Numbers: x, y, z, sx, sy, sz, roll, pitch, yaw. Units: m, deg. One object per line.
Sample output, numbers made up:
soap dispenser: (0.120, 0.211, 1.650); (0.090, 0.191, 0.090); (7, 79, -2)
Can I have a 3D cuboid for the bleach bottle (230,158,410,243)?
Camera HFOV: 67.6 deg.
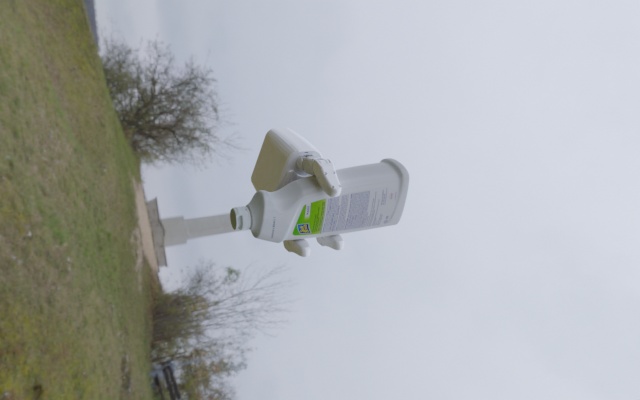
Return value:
bleach bottle: (0.000, 0.002, 0.667); (0.251, 0.103, 0.068); (-7, 30, -26)
